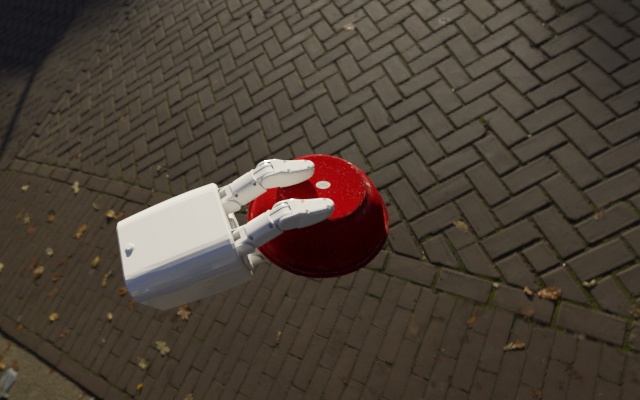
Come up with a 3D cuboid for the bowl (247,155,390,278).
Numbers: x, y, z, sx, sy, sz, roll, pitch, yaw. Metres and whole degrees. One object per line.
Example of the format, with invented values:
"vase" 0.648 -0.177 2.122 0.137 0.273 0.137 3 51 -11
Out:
"bowl" 0.001 0.001 0.522 0.162 0.162 0.055 0 -39 -6
